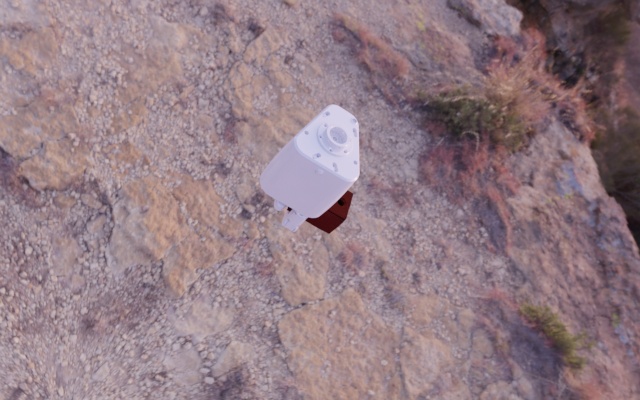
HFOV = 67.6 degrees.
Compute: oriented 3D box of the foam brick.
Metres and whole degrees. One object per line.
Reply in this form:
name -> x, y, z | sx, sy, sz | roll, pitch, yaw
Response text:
foam brick -> 0.000, 0.002, 0.702 | 0.078, 0.053, 0.051 | 30, -40, -14
